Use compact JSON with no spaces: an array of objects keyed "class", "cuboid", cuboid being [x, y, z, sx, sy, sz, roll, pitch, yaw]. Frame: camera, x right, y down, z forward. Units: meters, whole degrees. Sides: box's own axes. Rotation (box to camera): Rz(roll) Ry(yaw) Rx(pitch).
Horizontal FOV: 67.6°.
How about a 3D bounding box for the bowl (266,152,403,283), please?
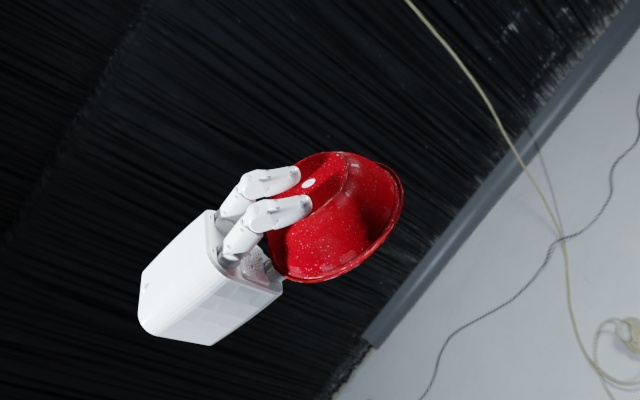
[{"class":"bowl","cuboid":[0.001,0.000,0.490,0.162,0.162,0.055,0,-40,40]}]
